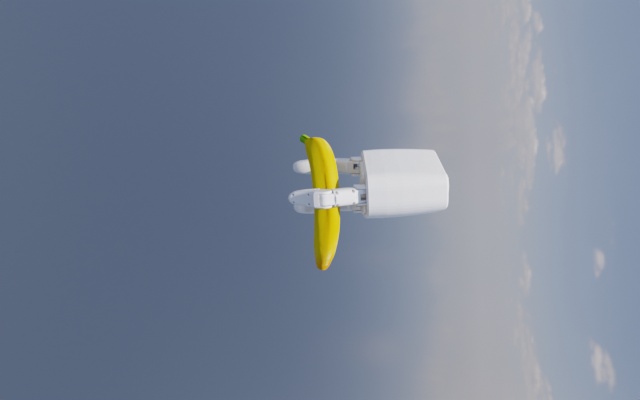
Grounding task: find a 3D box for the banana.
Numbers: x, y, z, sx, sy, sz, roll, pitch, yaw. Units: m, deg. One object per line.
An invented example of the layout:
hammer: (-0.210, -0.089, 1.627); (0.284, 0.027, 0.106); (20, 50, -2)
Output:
banana: (0.004, -0.004, 0.657); (0.037, 0.197, 0.069); (-4, -9, -14)
